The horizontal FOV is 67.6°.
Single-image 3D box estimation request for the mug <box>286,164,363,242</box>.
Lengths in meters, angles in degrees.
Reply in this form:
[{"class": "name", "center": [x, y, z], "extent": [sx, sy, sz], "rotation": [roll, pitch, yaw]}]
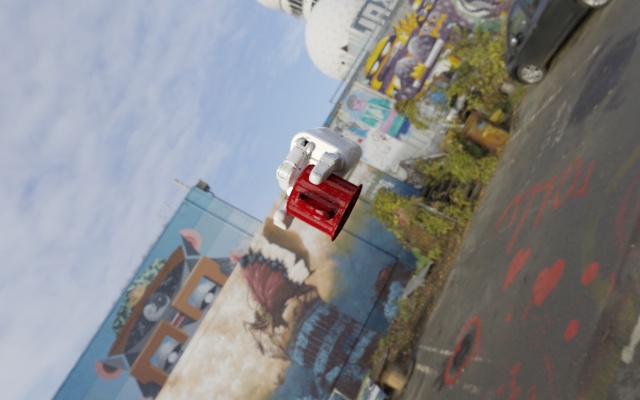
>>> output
[{"class": "mug", "center": [-0.001, 0.003, 0.672], "extent": [0.081, 0.093, 0.117], "rotation": [28, 20, 9]}]
